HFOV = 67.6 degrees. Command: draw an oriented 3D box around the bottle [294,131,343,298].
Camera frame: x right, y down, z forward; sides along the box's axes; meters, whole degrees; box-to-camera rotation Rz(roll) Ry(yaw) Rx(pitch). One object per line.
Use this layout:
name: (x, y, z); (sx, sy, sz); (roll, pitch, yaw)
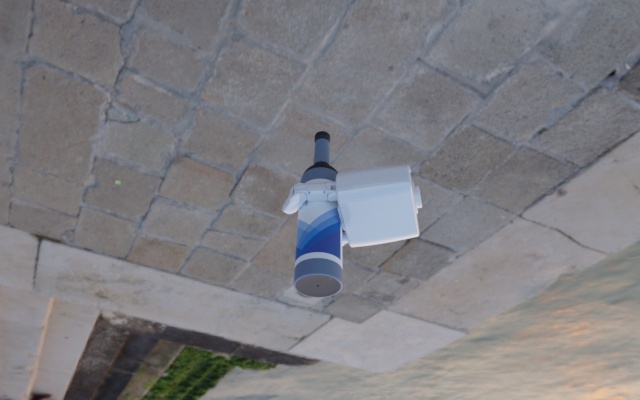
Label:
bottle: (0.000, 0.003, 0.739); (0.069, 0.295, 0.069); (1, -39, 1)
